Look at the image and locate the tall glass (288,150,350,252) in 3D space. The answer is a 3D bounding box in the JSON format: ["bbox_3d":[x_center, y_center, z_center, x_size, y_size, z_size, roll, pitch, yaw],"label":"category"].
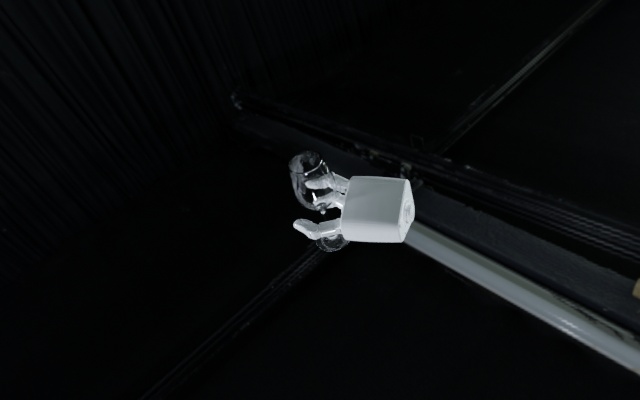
[{"bbox_3d":[0.000,0.003,0.883,0.079,0.079,0.201,0,-44,22],"label":"tall glass"}]
